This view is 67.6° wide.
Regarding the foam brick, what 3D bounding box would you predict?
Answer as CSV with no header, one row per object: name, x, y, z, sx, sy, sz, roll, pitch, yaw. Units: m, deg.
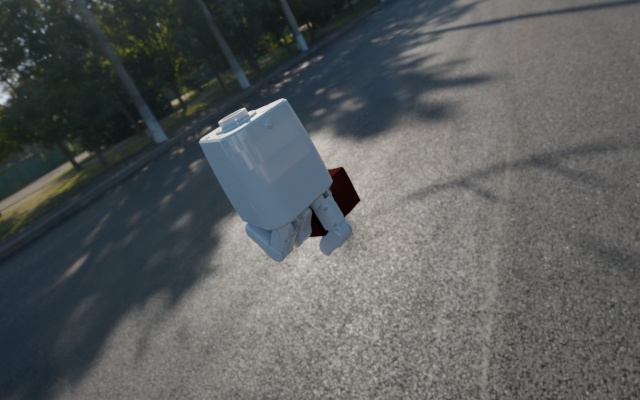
foam brick,0.000,0.002,0.577,0.053,0.051,0.078,-8,27,48
